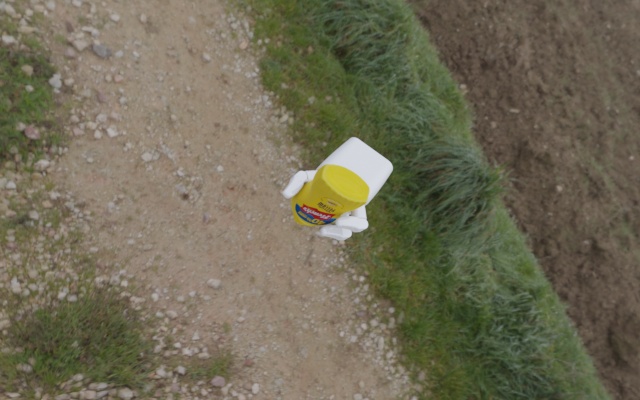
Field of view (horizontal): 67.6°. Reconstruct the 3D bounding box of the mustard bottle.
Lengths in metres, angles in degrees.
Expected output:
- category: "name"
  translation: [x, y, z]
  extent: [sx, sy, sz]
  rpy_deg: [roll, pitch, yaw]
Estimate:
- category: "mustard bottle"
  translation: [0.000, 0.003, 0.872]
  extent: [0.096, 0.058, 0.192]
  rpy_deg: [26, -31, -19]
